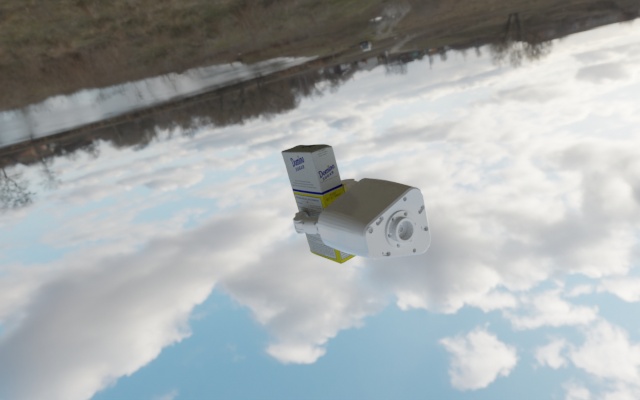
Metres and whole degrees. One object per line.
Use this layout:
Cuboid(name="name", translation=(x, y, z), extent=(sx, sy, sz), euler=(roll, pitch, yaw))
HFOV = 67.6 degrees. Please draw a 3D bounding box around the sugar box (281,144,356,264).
Cuboid(name="sugar box", translation=(0.001, 0.002, 0.734), extent=(0.048, 0.176, 0.093), euler=(-22, 17, -29))
